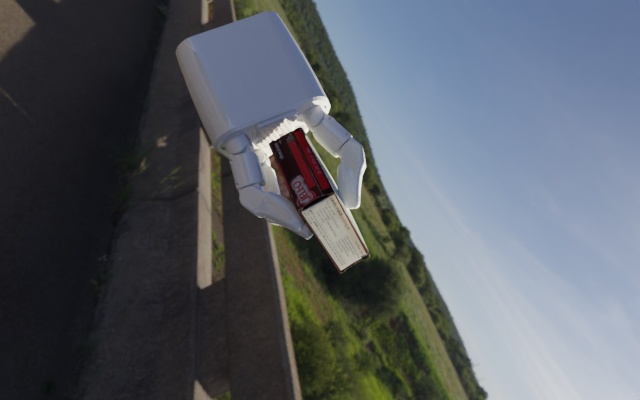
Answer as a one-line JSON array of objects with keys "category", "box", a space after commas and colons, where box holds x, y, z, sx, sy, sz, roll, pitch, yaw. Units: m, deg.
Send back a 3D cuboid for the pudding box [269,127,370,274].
[{"category": "pudding box", "box": [0.000, 0.001, 0.439, 0.039, 0.090, 0.114, -28, -41, 5]}]
